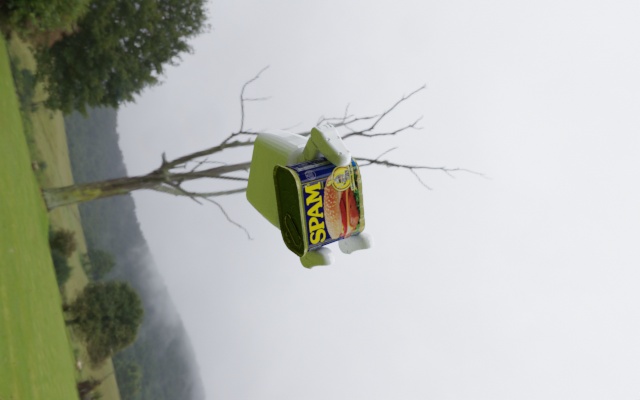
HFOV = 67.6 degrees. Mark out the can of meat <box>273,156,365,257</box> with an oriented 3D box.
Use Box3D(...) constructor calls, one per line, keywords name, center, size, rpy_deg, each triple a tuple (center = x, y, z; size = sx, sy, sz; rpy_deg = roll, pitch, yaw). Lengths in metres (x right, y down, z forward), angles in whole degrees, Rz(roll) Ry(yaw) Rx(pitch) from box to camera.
Box3D(name="can of meat", center=(0.000, 0.002, 0.538), size=(0.084, 0.102, 0.057), rpy_deg=(-17, 23, -28))
